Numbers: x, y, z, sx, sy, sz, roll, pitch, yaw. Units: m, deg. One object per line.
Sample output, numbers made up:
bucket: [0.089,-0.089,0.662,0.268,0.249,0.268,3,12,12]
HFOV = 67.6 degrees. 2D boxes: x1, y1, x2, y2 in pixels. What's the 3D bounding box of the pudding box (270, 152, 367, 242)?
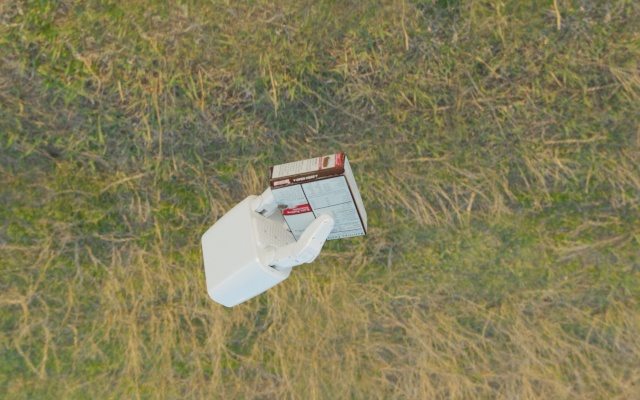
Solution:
pudding box: [0.000,0.002,0.558,0.090,0.039,0.114,-11,-42,12]
